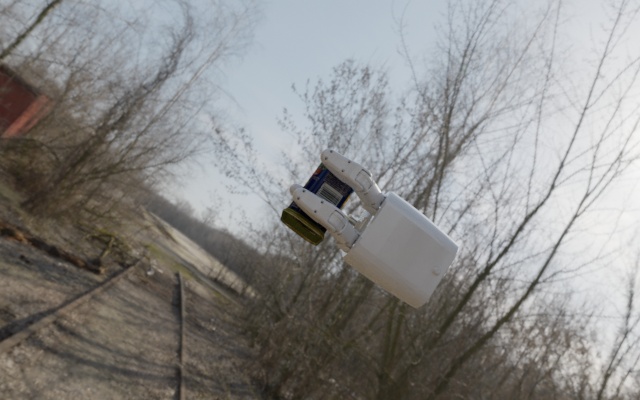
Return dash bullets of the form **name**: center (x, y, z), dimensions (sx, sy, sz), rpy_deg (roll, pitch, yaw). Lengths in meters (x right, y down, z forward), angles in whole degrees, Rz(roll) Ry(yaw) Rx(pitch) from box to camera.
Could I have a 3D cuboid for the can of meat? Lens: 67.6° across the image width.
- **can of meat**: center (0.000, 0.002, 0.576), dimensions (0.057, 0.084, 0.102), rpy_deg (36, -12, 1)
